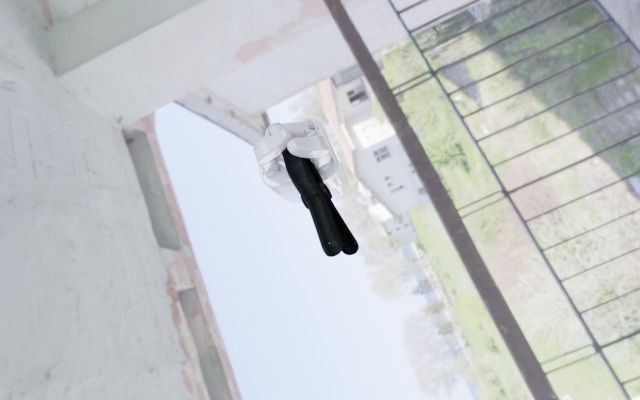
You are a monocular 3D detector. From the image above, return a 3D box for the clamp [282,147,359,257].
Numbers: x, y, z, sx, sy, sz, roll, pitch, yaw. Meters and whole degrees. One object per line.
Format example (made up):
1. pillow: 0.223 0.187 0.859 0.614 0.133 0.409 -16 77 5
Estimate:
1. clamp: -0.001 0.002 0.623 0.039 0.171 0.120 -25 -20 6
